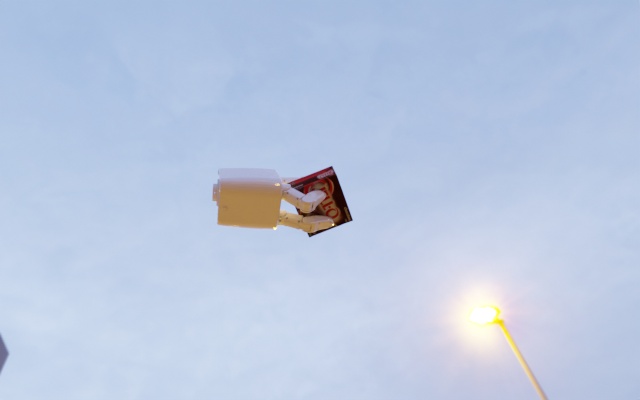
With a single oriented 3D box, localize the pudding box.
[{"bbox_3d":[0.000,0.003,0.871,0.090,0.114,0.039,-21,36,2],"label":"pudding box"}]
